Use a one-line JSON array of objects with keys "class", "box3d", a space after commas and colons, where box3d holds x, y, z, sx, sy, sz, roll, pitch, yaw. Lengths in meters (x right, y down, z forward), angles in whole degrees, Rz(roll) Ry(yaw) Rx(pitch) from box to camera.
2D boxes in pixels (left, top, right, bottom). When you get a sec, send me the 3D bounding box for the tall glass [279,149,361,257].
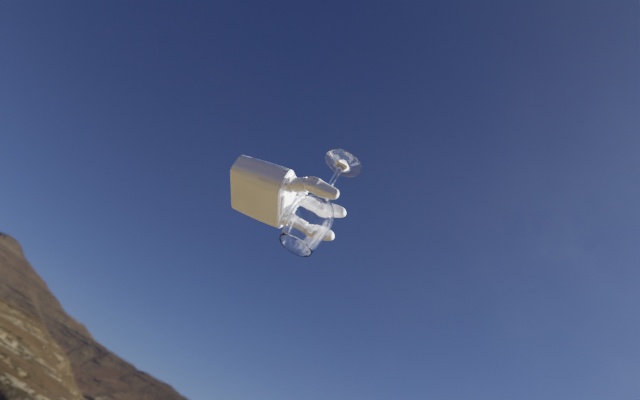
[{"class": "tall glass", "box3d": [0.001, 0.002, 0.851, 0.079, 0.201, 0.079, 21, -32, 14]}]
